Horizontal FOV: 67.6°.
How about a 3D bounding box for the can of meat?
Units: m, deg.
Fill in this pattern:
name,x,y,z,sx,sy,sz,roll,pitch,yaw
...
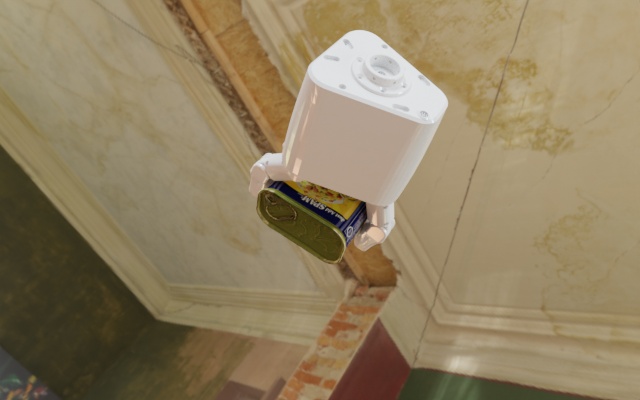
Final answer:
name,x,y,z,sx,sy,sz,roll,pitch,yaw
can of meat,0.000,0.001,0.492,0.102,0.084,0.057,31,-37,12
